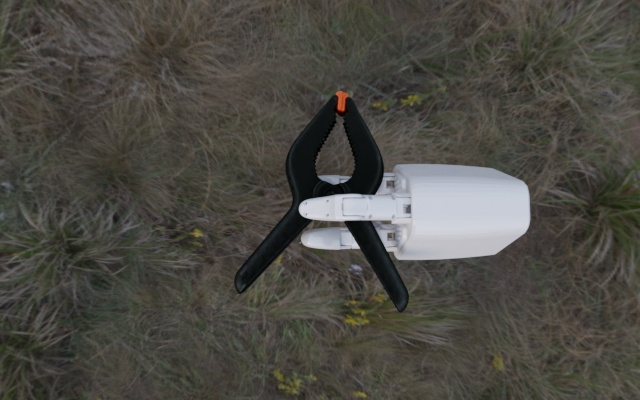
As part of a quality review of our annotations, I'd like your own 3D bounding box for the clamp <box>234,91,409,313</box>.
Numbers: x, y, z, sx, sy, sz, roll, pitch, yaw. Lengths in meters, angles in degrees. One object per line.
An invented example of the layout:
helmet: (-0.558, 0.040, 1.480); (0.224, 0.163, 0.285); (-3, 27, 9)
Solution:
clamp: (0.000, 0.001, 0.458); (0.164, 0.210, 0.036); (0, -5, 0)
